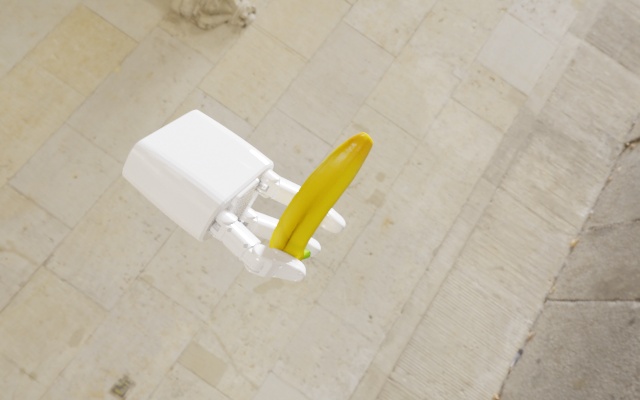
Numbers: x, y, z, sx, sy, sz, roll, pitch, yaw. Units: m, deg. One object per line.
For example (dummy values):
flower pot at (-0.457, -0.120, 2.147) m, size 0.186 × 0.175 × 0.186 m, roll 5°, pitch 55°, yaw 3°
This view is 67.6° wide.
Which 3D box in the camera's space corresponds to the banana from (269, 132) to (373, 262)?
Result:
banana at (-0.011, 0.013, 0.463) m, size 0.069 × 0.037 × 0.198 m, roll -43°, pitch -12°, yaw -42°
